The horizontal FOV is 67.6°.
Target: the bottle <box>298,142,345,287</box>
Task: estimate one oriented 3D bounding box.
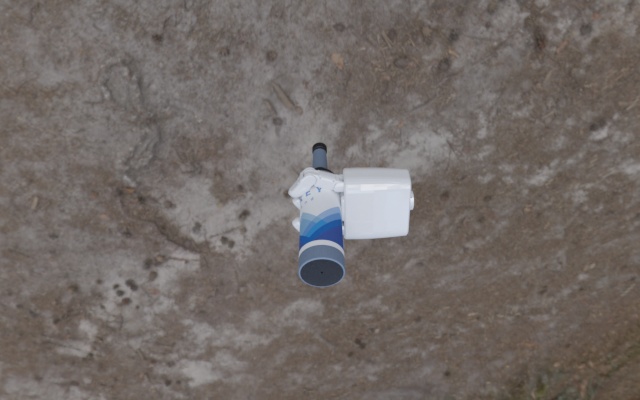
[{"bbox_3d":[0.000,0.003,0.783,0.069,0.069,0.295,0,43,-1],"label":"bottle"}]
